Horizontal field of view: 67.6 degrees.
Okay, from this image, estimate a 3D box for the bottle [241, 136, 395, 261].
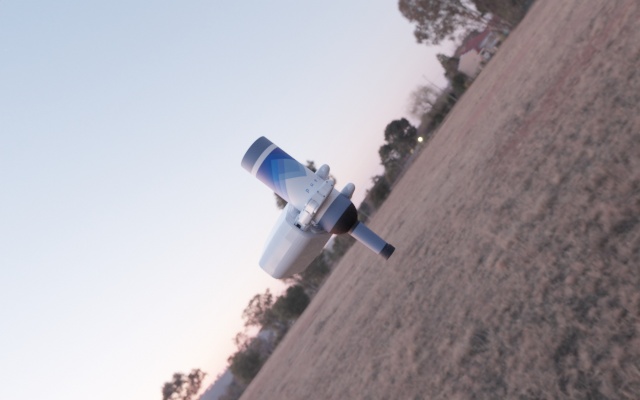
[{"bbox_3d":[0.000,0.002,0.811,0.295,0.069,0.069,37,4,5],"label":"bottle"}]
